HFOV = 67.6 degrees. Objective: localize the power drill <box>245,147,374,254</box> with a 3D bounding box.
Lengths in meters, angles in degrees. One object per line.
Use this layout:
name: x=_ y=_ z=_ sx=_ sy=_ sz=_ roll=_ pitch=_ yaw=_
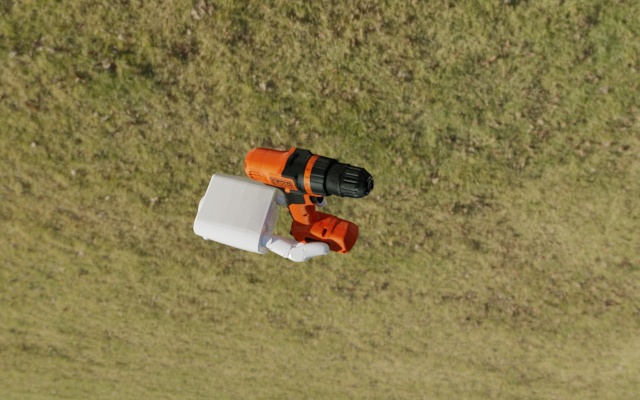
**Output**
power drill: x=0.000 y=0.002 z=0.678 sx=0.184 sy=0.057 sz=0.188 roll=14 pitch=-31 yaw=26
